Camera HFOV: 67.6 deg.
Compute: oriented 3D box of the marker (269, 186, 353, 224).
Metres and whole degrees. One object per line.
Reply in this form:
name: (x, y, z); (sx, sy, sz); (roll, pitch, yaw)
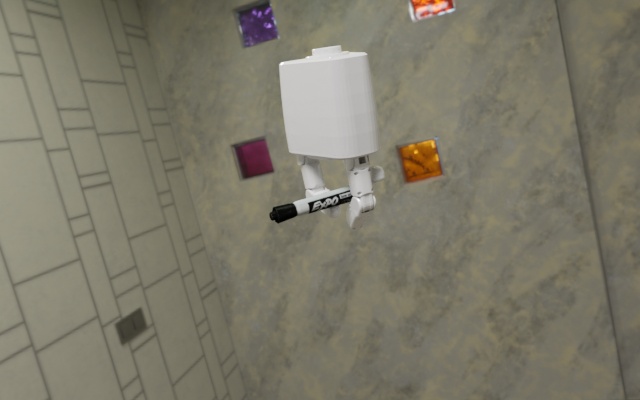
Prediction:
marker: (0.000, 0.002, 0.532); (0.121, 0.020, 0.020); (-16, 6, -23)
